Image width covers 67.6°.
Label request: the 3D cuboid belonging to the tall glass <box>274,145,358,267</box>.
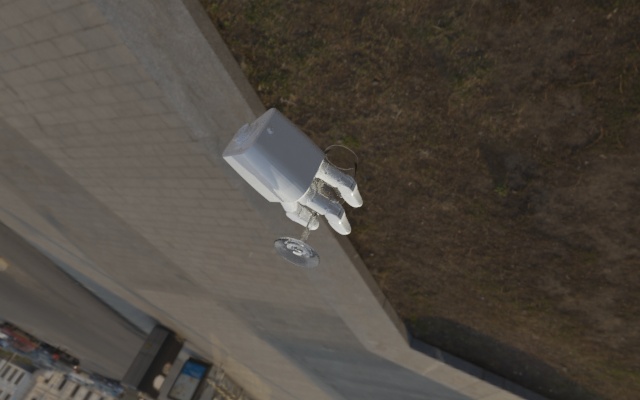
[{"bbox_3d":[0.000,0.003,0.760,0.079,0.201,0.079,17,-34,12],"label":"tall glass"}]
